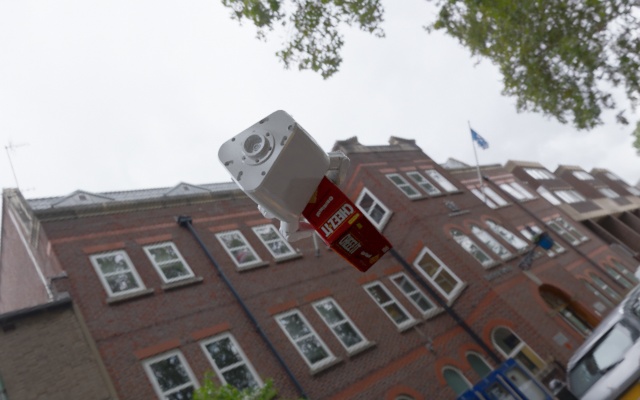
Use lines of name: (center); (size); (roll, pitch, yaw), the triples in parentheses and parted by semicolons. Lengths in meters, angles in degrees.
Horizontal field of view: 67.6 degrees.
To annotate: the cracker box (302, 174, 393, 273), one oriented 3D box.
cracker box: (0.000, 0.002, 0.743); (0.213, 0.072, 0.164); (47, 2, 31)
